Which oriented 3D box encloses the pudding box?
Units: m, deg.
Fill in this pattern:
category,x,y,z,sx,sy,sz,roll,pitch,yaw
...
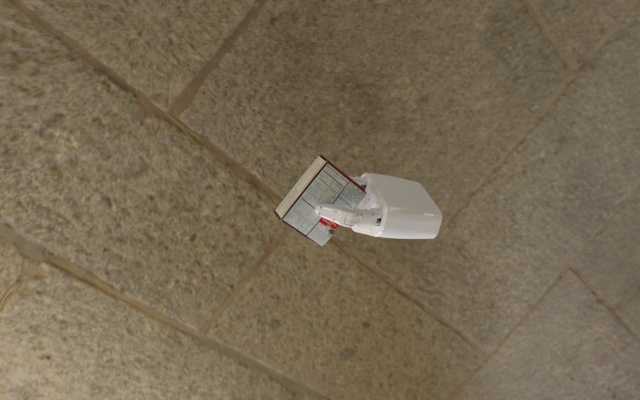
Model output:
category,x,y,z,sx,sy,sz,roll,pitch,yaw
pudding box,0.000,0.002,0.713,0.090,0.113,0.039,37,3,-30
